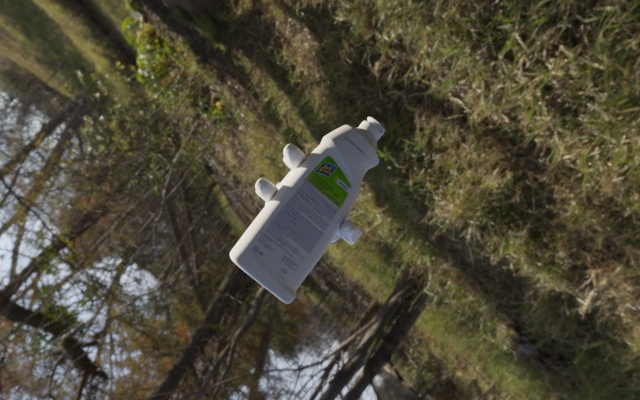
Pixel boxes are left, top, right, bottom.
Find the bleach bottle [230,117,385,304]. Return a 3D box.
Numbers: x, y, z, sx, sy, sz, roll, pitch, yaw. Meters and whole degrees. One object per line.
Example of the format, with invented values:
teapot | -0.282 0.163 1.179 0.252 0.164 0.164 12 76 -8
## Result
bleach bottle | 0.000 0.002 0.611 0.102 0.251 0.068 41 -6 -12
